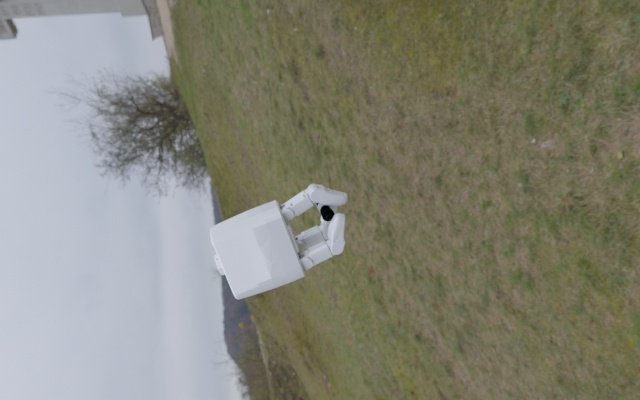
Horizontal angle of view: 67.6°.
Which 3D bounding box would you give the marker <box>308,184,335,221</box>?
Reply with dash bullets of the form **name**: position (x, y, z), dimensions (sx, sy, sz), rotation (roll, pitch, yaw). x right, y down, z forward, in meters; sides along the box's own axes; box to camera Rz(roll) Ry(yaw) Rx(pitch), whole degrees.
- **marker**: position (0.000, 0.002, 0.730), dimensions (0.020, 0.020, 0.121), rotation (0, 21, -13)
